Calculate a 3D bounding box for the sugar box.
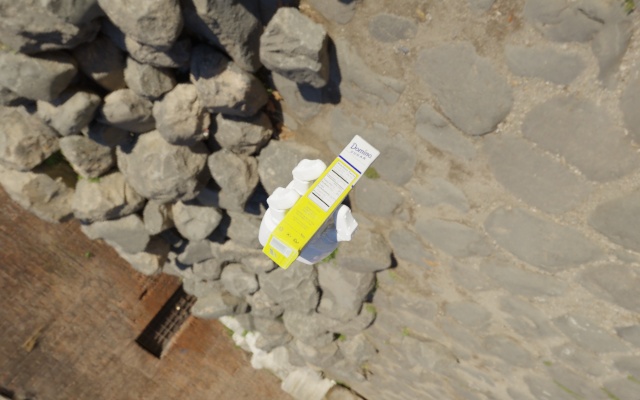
[{"bbox_3d":[0.000,0.002,0.618,0.048,0.176,0.093,37,-24,1],"label":"sugar box"}]
